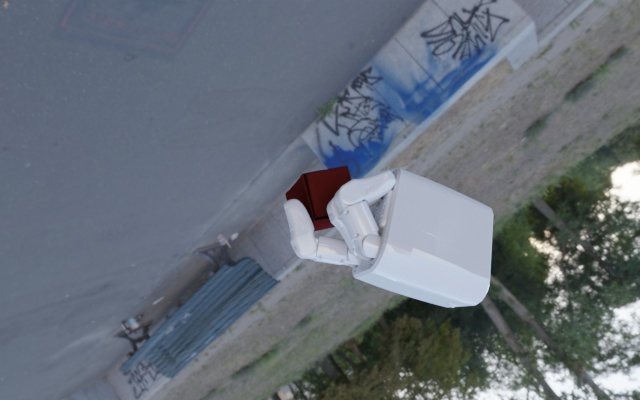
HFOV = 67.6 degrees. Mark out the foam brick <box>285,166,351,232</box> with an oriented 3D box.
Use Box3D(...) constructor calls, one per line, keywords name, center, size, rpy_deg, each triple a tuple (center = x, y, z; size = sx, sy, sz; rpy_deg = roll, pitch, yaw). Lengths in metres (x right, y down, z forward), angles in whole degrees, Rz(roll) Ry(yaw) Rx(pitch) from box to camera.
Box3D(name="foam brick", center=(0.000, 0.002, 0.521), size=(0.051, 0.053, 0.078), rpy_deg=(-11, -10, -20))
